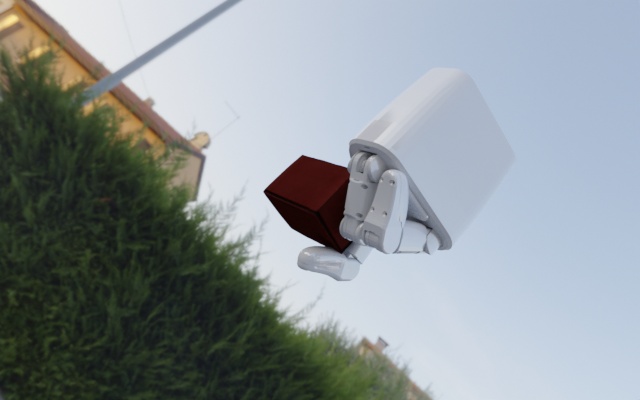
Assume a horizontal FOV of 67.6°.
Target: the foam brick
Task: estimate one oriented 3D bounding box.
[{"bbox_3d":[0.000,0.001,0.415,0.078,0.051,0.053,22,-28,48],"label":"foam brick"}]
